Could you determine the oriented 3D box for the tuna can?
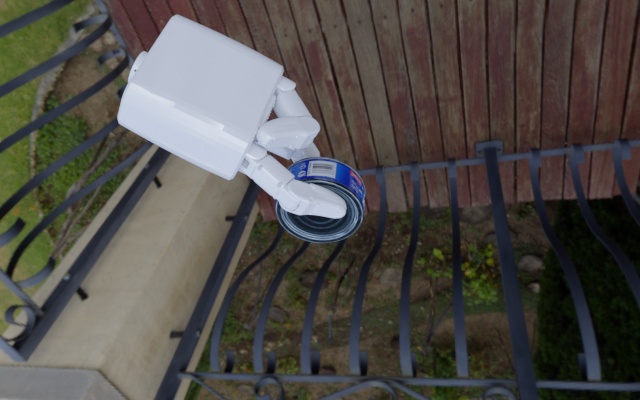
[{"bbox_3d":[0.000,0.002,0.459,0.086,0.086,0.033,0,43,7],"label":"tuna can"}]
